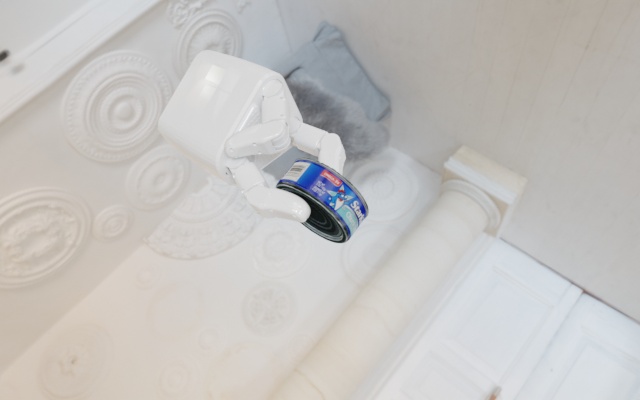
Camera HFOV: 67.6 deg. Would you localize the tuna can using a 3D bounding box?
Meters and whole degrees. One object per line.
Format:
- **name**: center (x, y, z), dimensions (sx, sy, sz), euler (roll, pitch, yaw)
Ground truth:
- **tuna can**: center (0.000, 0.002, 0.444), dimensions (0.086, 0.033, 0.086), euler (33, -20, 14)
